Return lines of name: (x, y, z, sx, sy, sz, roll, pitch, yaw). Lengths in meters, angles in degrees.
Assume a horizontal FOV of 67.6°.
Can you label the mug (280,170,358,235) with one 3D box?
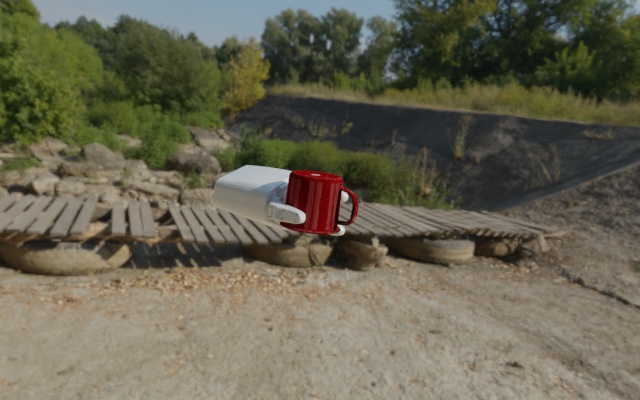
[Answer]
mug: (0.001, 0.002, 0.711, 0.117, 0.081, 0.093, 11, 10, 23)
